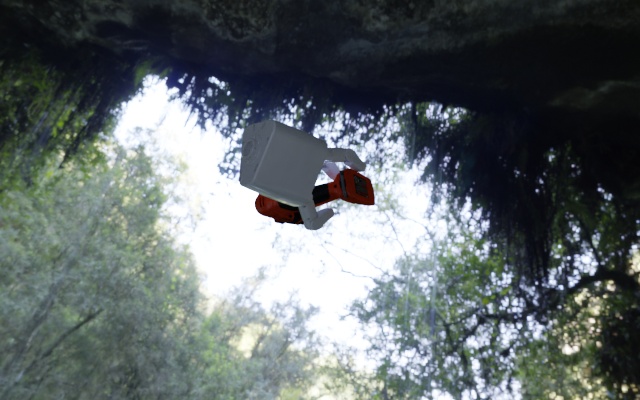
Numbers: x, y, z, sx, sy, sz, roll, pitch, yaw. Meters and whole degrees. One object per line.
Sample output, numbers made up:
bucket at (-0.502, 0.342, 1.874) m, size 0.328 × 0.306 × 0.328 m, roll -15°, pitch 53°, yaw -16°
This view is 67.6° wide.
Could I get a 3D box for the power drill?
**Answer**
power drill at (0.000, 0.003, 0.871) m, size 0.188 × 0.057 × 0.184 m, roll -17°, pitch -15°, yaw 25°
